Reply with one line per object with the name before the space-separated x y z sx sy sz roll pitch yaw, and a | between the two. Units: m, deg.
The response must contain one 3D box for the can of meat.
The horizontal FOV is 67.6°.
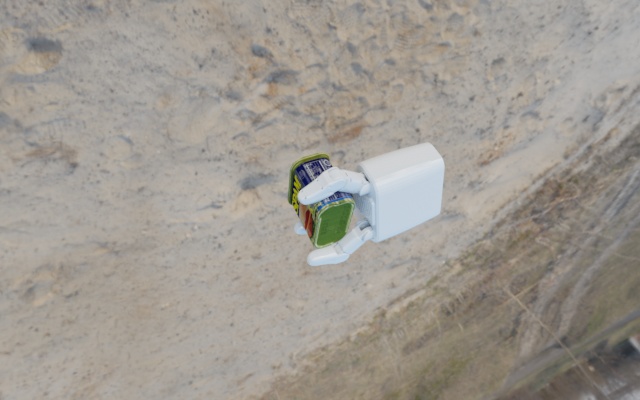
can of meat | 0.000 0.002 0.631 0.057 0.084 0.102 -18 -32 -19
